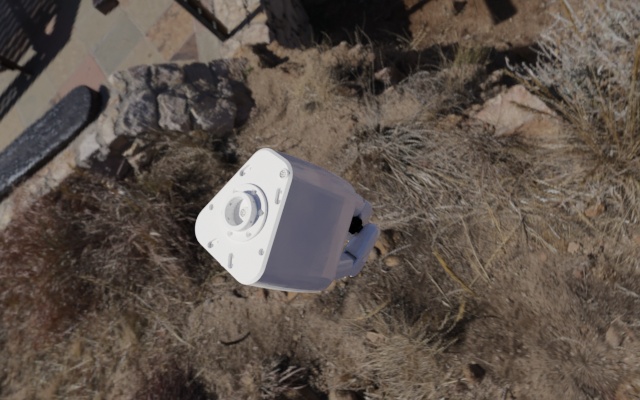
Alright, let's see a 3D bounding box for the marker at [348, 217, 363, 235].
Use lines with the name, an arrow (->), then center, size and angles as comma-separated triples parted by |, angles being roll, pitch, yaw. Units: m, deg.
marker -> 0.000, 0.002, 0.531 | 0.121, 0.020, 0.020 | 35, 21, 33
